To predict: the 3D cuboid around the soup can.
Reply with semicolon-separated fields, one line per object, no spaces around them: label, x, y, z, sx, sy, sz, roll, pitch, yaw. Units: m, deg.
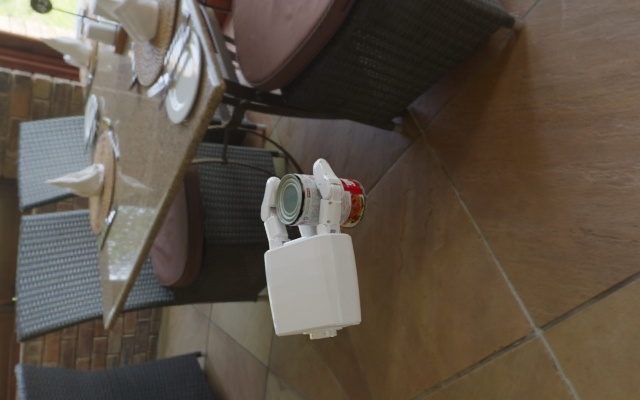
soup can;0.000;0.002;0.629;0.102;0.068;0.068;4;-3;-35
